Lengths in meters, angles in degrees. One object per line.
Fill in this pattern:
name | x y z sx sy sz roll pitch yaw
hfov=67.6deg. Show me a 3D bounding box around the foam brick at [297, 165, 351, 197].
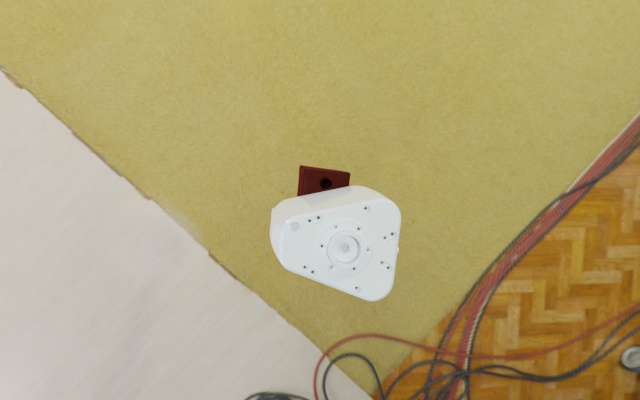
foam brick | 0.000 0.001 0.539 0.053 0.078 0.051 5 5 -9
